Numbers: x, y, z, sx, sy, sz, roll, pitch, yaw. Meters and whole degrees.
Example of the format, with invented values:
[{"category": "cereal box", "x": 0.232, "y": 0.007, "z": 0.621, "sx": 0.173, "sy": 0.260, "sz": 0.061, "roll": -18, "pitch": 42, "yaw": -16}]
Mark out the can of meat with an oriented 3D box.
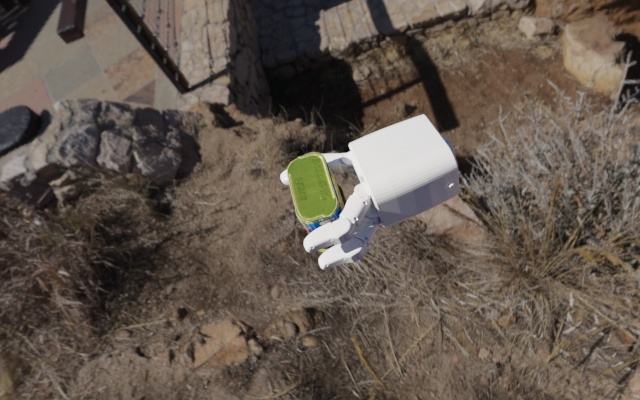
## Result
[{"category": "can of meat", "x": 0.000, "y": 0.002, "z": 0.600, "sx": 0.057, "sy": 0.102, "sz": 0.084, "roll": -20, "pitch": -33, "yaw": 6}]
